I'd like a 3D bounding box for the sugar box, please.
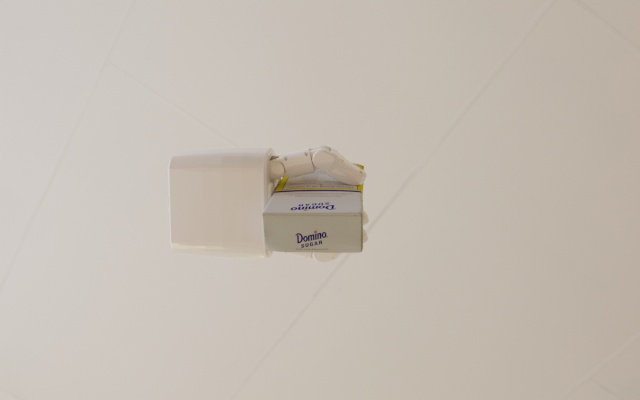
[{"bbox_3d":[0.000,0.002,0.511,0.093,0.048,0.176,0,21,6],"label":"sugar box"}]
